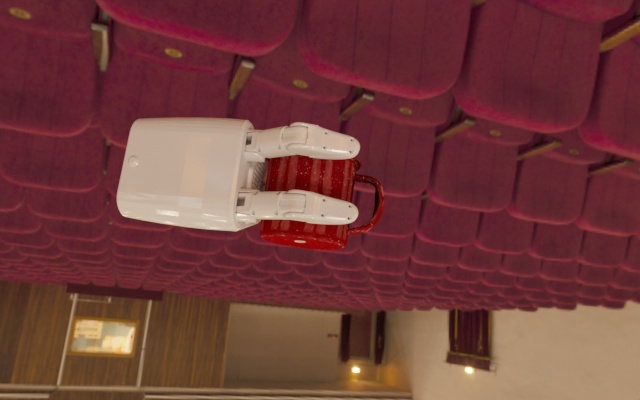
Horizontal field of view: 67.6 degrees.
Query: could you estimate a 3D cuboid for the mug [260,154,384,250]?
[{"bbox_3d":[0.001,0.002,0.442,0.117,0.081,0.093,5,-12,9],"label":"mug"}]
